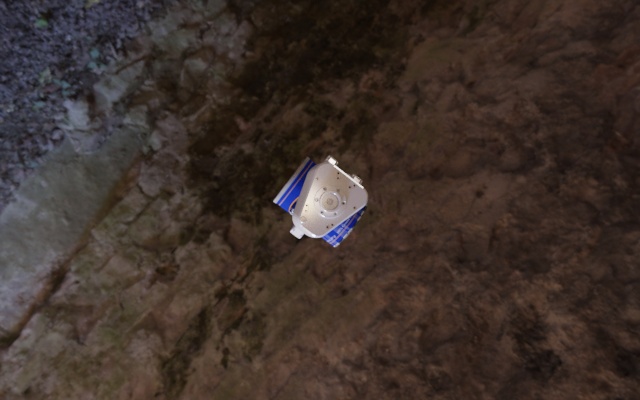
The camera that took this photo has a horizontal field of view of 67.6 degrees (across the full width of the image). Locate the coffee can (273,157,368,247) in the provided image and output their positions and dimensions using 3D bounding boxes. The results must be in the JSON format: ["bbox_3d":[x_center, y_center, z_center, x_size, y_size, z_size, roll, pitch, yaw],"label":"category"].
[{"bbox_3d":[0.000,0.003,0.870,0.140,0.103,0.103,37,-3,-4],"label":"coffee can"}]
